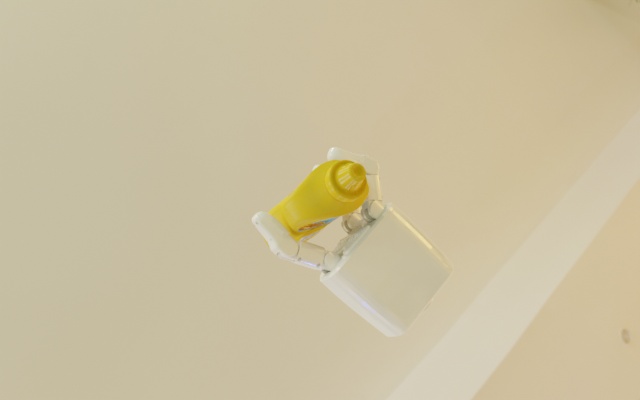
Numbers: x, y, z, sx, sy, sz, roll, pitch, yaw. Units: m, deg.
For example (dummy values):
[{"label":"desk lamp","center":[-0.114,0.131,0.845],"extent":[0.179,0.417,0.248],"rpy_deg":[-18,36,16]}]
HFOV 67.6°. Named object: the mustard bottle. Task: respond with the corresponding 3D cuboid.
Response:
[{"label":"mustard bottle","center":[0.000,0.002,0.525],"extent":[0.096,0.058,0.192],"rpy_deg":[-23,-7,-27]}]
